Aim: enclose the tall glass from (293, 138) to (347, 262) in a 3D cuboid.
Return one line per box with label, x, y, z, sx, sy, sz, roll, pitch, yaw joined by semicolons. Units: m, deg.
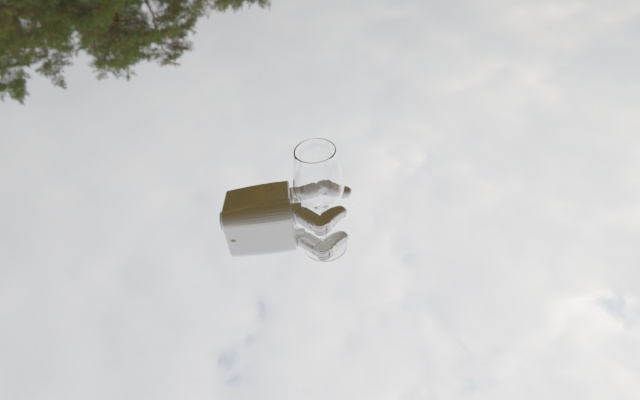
tall glass;0.000;0.003;0.747;0.079;0.201;0.079;-3;42;3
